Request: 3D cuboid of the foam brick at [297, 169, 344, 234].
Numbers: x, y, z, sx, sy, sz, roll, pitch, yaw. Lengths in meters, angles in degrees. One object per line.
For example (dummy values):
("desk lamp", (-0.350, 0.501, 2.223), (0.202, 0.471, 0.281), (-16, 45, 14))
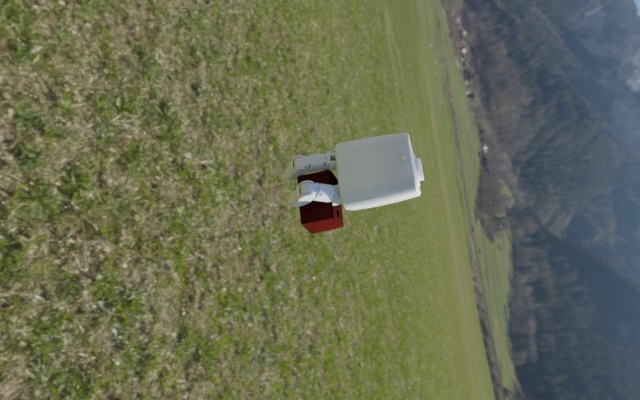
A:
("foam brick", (0.000, 0.003, 0.707), (0.051, 0.078, 0.053), (-11, -21, 15))
